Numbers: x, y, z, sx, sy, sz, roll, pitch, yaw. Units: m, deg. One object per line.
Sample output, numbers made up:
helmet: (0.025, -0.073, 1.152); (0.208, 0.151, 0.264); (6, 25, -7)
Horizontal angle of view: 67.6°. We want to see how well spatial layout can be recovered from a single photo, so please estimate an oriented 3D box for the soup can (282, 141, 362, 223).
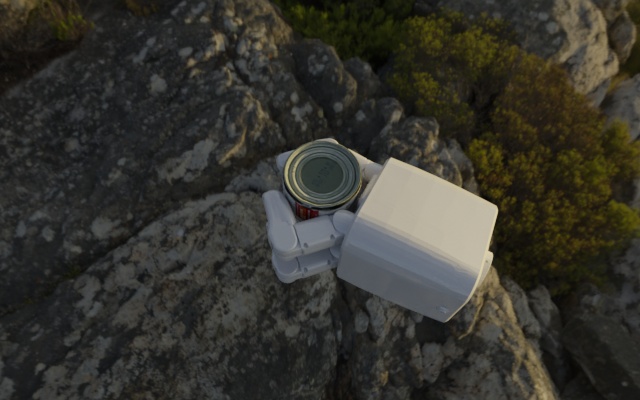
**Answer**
soup can: (0.000, 0.001, 0.435); (0.068, 0.068, 0.102); (0, -28, -2)
